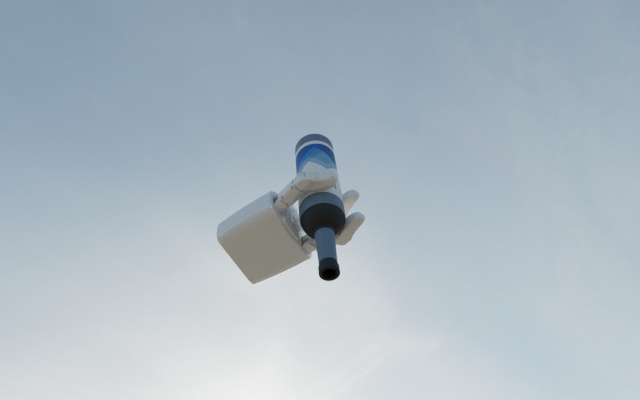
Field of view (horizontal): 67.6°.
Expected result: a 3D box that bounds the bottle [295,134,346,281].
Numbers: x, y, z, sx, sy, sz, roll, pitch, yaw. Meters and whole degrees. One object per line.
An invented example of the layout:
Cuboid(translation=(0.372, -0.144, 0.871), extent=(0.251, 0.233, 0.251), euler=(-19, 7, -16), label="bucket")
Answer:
Cuboid(translation=(0.000, 0.002, 0.714), extent=(0.069, 0.069, 0.295), euler=(0, 38, -6), label="bottle")
